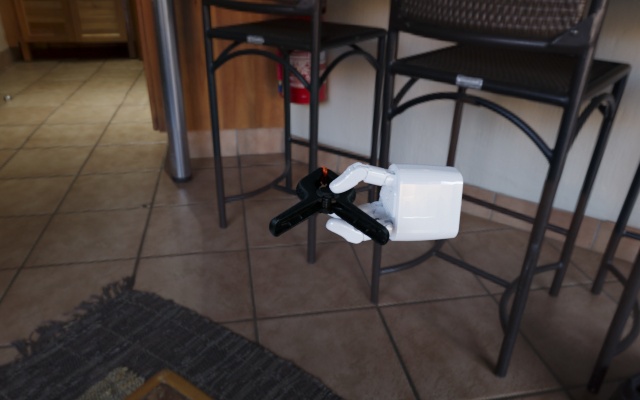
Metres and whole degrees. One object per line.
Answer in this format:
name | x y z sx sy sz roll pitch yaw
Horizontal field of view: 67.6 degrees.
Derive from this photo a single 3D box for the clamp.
clamp | 0.000 0.001 0.722 0.164 0.036 0.210 3 28 -12
